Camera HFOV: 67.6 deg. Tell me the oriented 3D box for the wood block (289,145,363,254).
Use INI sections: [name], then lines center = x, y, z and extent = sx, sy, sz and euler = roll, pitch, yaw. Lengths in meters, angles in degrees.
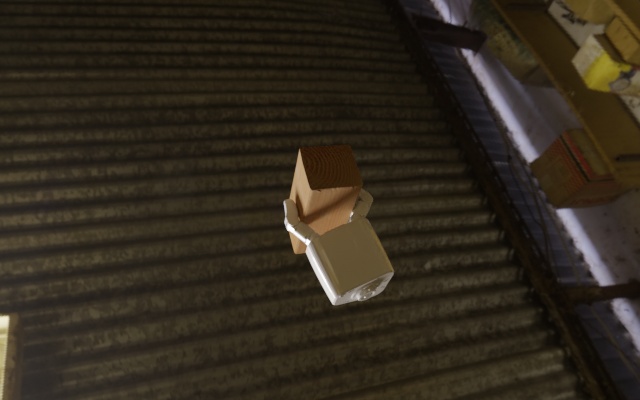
[wood block]
center = 0.000, 0.003, 0.854
extent = 0.091, 0.090, 0.206
euler = -5, -34, -15
